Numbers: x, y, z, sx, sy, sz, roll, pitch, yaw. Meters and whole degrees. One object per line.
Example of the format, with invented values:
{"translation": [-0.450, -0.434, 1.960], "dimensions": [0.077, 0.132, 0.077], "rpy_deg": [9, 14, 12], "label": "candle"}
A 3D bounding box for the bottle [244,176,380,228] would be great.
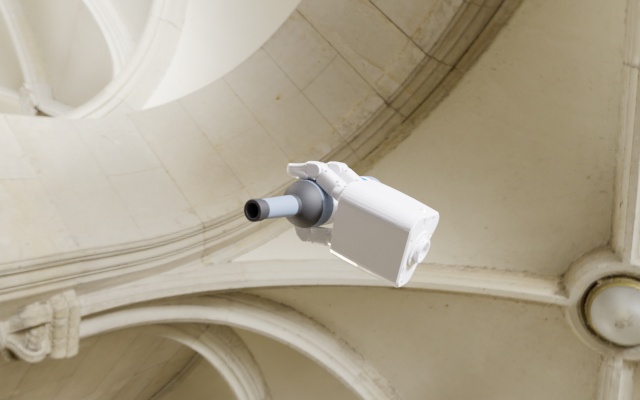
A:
{"translation": [0.000, 0.002, 0.679], "dimensions": [0.069, 0.069, 0.295], "rpy_deg": [0, 4, 33], "label": "bottle"}
